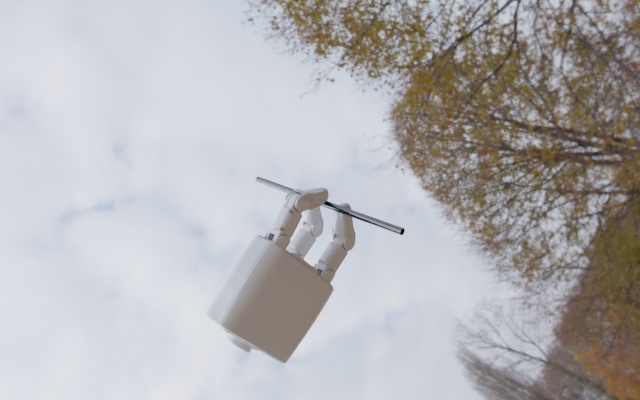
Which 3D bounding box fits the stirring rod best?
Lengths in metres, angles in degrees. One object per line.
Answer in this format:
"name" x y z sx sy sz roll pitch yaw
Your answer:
"stirring rod" 0.000 0.002 0.582 0.239 0.011 0.011 20 13 40
